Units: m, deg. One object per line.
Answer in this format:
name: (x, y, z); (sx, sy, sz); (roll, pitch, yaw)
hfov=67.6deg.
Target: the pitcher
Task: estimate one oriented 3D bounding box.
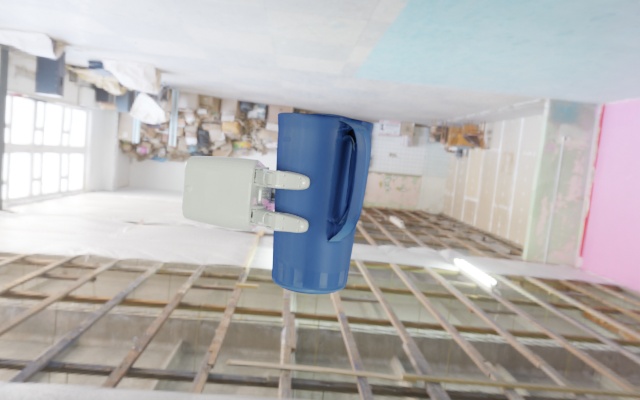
pitcher: (0.000, 0.002, 0.660); (0.145, 0.243, 0.149); (7, 5, 15)
